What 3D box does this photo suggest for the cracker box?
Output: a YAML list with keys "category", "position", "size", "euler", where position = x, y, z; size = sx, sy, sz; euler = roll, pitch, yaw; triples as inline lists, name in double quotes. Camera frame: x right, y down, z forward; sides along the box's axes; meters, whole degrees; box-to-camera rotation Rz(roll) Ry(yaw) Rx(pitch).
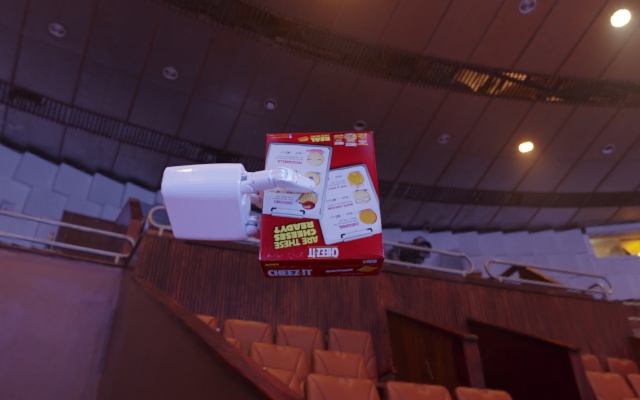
- category: "cracker box"
  position: [0.000, 0.002, 0.693]
  size: [0.164, 0.213, 0.072]
  euler: [-1, -32, 0]
